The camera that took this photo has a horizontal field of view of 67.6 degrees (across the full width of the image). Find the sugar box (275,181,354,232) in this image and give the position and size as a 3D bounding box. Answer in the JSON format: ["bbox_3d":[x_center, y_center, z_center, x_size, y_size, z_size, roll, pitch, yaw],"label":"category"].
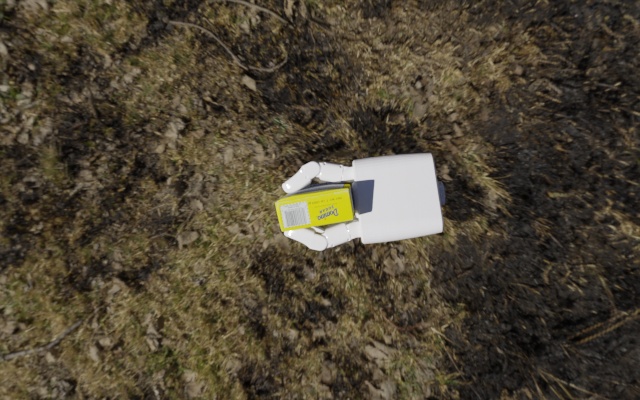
[{"bbox_3d":[0.000,0.003,0.662,0.093,0.048,0.176,-9,3,7],"label":"sugar box"}]
